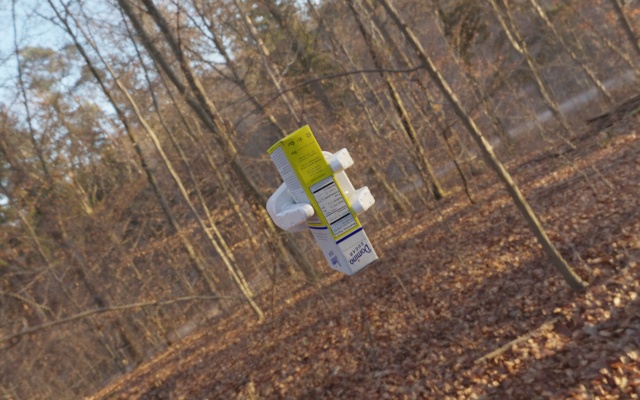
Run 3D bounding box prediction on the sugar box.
[{"bbox_3d":[0.000,0.002,0.582,0.048,0.176,0.093,-32,6,-13],"label":"sugar box"}]
